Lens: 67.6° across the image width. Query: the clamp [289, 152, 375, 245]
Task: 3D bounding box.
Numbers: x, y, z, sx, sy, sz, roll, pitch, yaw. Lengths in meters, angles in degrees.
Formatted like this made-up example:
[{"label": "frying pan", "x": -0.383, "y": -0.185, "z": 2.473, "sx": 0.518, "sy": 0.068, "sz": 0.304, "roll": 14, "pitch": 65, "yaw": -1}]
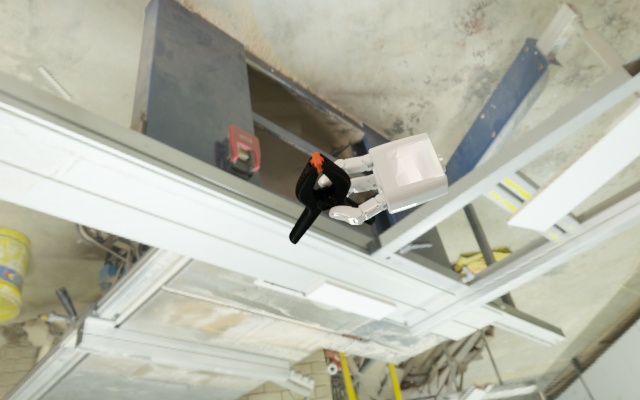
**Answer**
[{"label": "clamp", "x": 0.000, "y": 0.003, "z": 0.827, "sx": 0.164, "sy": 0.036, "sz": 0.210, "roll": -19, "pitch": -39, "yaw": 4}]
